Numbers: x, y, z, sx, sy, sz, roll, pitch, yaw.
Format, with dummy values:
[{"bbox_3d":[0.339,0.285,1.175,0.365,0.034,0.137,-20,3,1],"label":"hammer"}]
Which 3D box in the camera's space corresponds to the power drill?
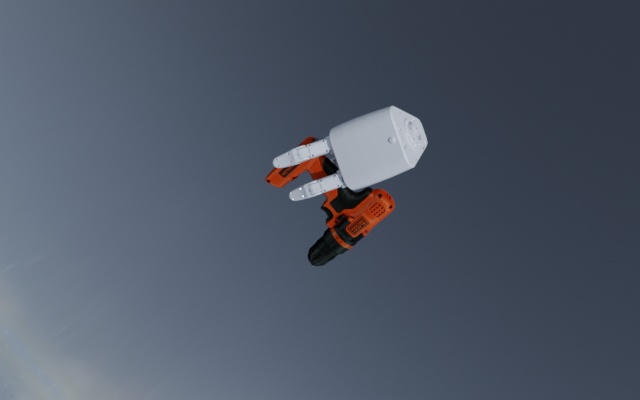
[{"bbox_3d":[0.000,0.002,0.795,0.184,0.188,0.057,-42,11,19],"label":"power drill"}]
